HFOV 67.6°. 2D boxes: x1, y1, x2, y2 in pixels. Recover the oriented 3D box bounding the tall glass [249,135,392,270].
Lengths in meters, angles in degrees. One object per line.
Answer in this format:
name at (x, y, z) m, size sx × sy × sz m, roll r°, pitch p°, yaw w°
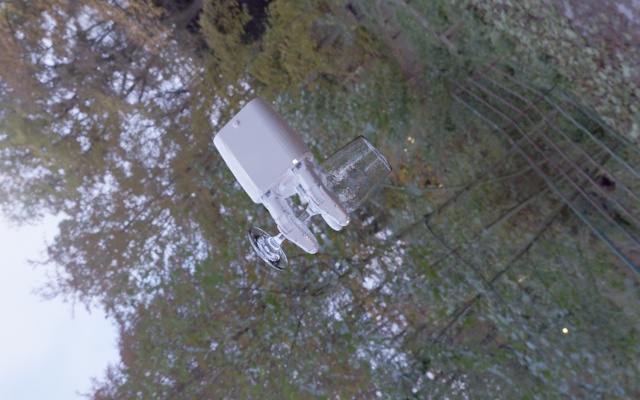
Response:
tall glass at (0.000, 0.003, 0.637) m, size 0.201 × 0.079 × 0.079 m, roll -41°, pitch -11°, yaw 12°
